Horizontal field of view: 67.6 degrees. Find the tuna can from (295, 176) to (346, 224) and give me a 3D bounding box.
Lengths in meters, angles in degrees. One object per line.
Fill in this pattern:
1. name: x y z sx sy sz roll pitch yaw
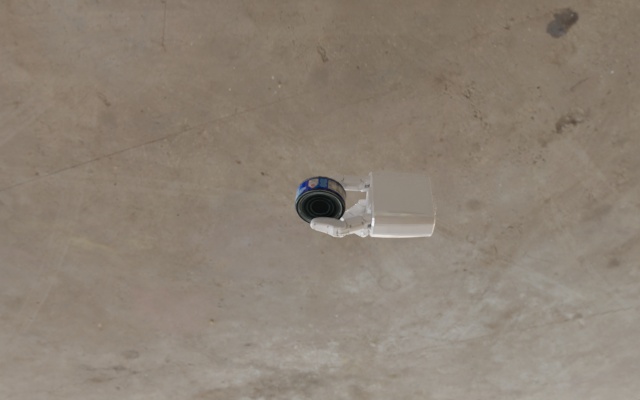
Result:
1. tuna can: 0.000 0.003 0.799 0.086 0.086 0.033 0 42 5
